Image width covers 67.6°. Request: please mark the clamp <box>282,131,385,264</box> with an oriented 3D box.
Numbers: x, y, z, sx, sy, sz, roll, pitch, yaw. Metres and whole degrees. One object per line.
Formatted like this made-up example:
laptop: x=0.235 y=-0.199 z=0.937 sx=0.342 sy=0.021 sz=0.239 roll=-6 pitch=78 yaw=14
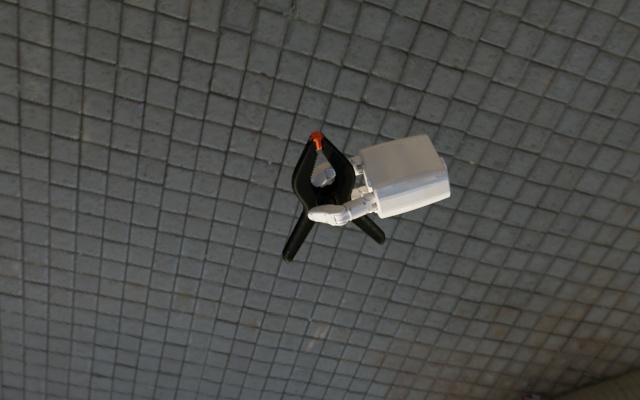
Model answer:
clamp: x=0.000 y=0.002 z=0.711 sx=0.164 sy=0.210 sz=0.036 roll=-18 pitch=29 yaw=-1
